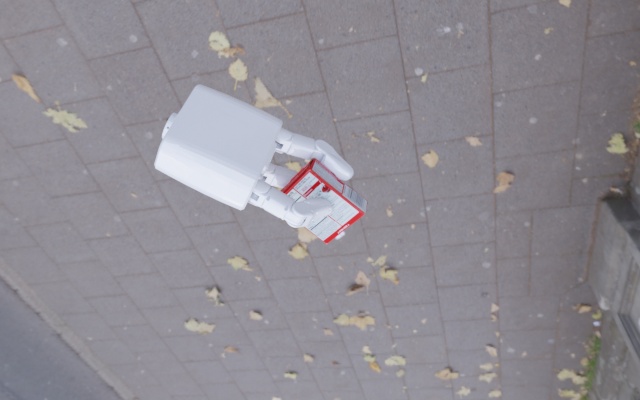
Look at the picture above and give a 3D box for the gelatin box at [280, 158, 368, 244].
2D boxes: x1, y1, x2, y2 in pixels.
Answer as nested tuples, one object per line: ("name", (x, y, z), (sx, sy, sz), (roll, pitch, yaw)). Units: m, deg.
("gelatin box", (0.000, 0.002, 0.576), (0.073, 0.089, 0.030), (-42, 17, 34))
